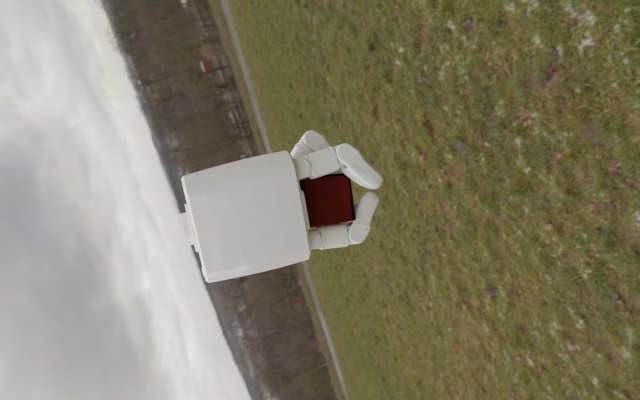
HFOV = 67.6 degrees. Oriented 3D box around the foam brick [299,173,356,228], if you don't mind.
[{"bbox_3d":[0.000,0.002,0.524,0.051,0.053,0.078,-6,-5,-15],"label":"foam brick"}]
